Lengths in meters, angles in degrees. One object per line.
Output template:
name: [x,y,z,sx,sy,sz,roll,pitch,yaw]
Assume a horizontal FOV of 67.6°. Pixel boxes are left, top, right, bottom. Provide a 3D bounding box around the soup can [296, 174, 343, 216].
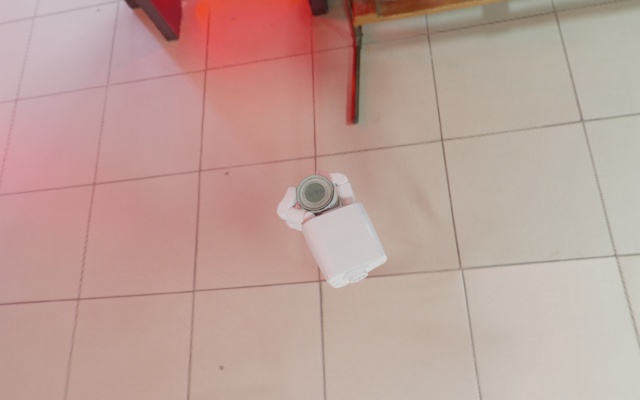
soup can: [0.000,0.002,0.846,0.068,0.068,0.102,0,-19,13]
